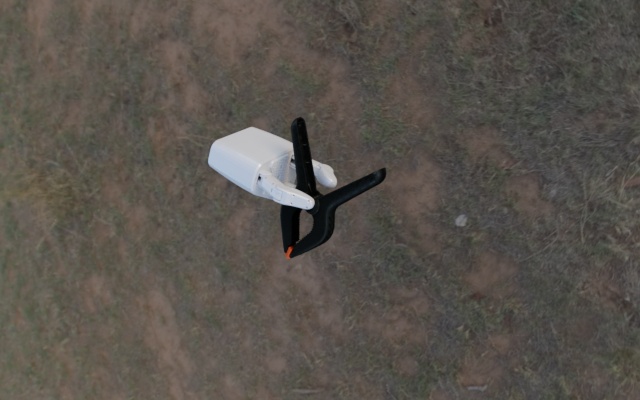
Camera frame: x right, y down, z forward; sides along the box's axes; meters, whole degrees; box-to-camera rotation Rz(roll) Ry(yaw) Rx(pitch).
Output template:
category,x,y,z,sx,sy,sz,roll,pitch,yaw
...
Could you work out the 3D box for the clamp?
category,x,y,z,sx,sy,sz,roll,pitch,yaw
clamp,-0.001,0.003,0.706,0.164,0.210,0.036,28,23,27
